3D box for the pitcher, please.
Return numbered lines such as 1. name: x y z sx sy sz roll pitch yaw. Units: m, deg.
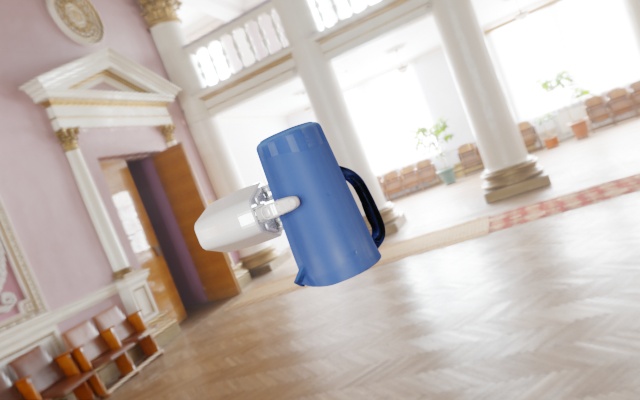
1. pitcher: 0.000 0.003 0.754 0.145 0.243 0.149 -21 4 15
